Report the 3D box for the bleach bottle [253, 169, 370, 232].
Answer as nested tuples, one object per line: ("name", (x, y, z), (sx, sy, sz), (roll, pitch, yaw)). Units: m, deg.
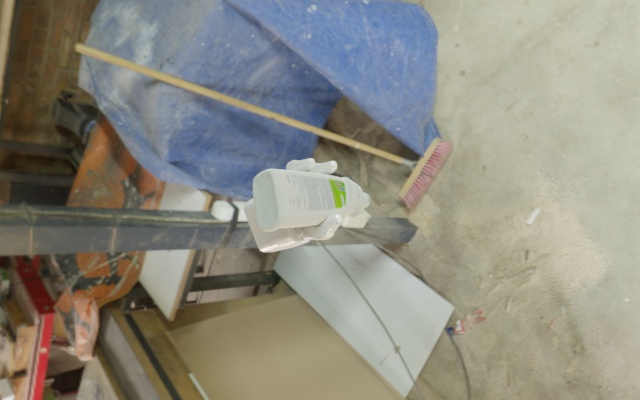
("bleach bottle", (0.000, 0.003, 0.848), (0.251, 0.102, 0.068), (3, -18, -45))
